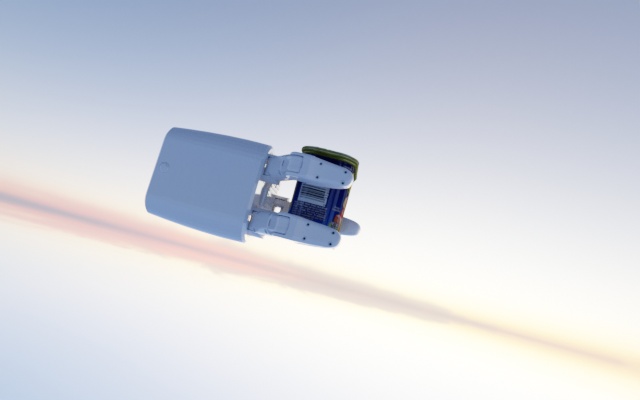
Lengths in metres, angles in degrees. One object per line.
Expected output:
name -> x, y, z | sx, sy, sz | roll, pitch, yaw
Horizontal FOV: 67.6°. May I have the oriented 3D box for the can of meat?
can of meat -> 0.000, 0.002, 0.482 | 0.057, 0.084, 0.102 | 15, -9, 5
